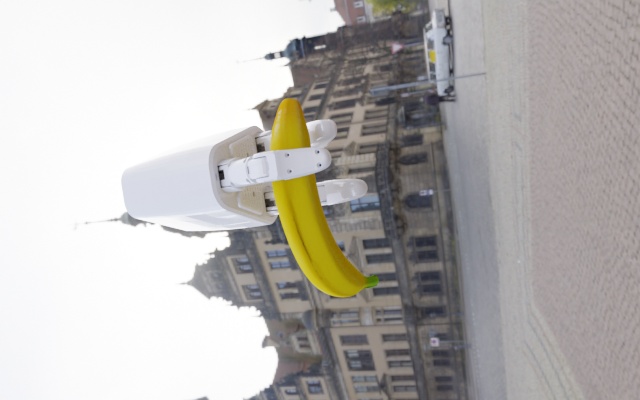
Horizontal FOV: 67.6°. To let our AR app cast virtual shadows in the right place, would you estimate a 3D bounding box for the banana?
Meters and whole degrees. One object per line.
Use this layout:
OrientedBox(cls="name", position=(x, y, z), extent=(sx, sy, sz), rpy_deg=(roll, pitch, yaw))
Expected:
OrientedBox(cls="banana", position=(-0.006, 0.013, 0.414), extent=(0.037, 0.198, 0.069), rpy_deg=(-10, 24, 32))
